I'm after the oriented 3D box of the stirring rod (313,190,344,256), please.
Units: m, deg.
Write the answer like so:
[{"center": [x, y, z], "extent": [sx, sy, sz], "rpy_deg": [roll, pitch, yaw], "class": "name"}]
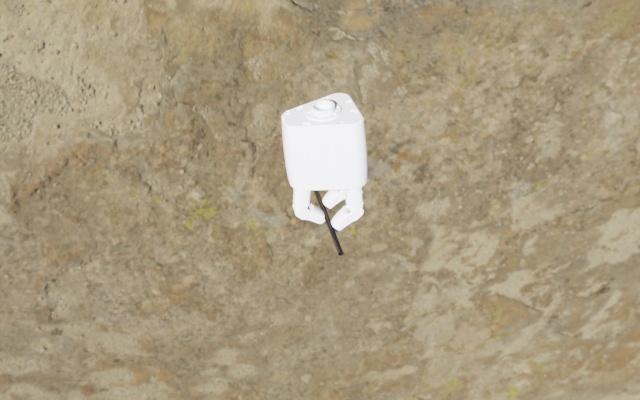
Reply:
[{"center": [0.000, 0.002, 0.777], "extent": [0.011, 0.011, 0.239], "rpy_deg": [0, 38, -18], "class": "stirring rod"}]
